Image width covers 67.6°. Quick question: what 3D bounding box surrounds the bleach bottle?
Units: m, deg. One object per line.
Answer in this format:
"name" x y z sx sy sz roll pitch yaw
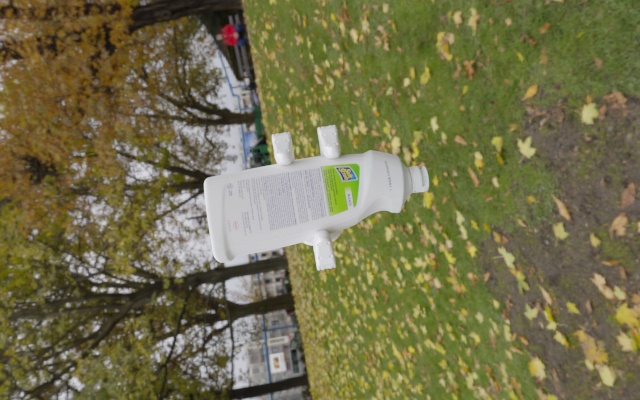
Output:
"bleach bottle" 0.000 0.002 0.552 0.251 0.102 0.068 -9 -4 -2
